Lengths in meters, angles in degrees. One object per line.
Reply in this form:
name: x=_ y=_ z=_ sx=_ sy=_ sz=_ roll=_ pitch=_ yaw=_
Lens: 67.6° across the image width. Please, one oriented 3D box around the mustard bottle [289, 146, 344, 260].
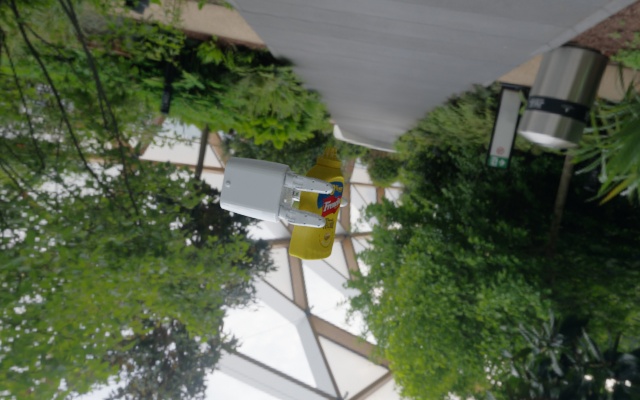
mustard bottle: x=0.000 y=0.003 z=0.817 sx=0.058 sy=0.191 sz=0.096 roll=15 pitch=8 yaw=33
